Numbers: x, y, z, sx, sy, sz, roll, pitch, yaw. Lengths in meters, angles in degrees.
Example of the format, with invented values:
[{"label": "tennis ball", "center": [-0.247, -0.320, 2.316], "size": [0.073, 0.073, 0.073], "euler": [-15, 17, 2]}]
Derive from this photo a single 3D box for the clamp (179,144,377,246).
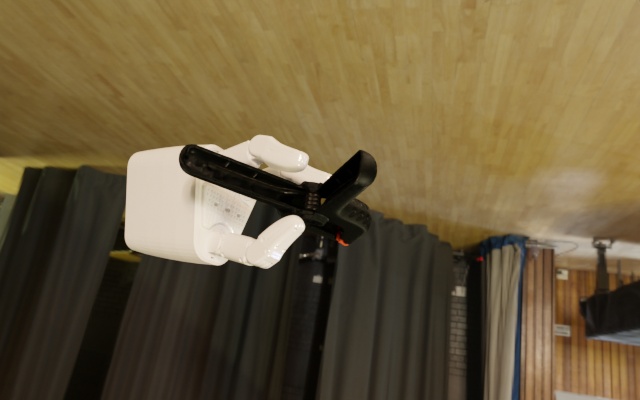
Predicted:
[{"label": "clamp", "center": [0.000, 0.002, 0.431], "size": [0.164, 0.036, 0.210], "euler": [3, -18, 30]}]
